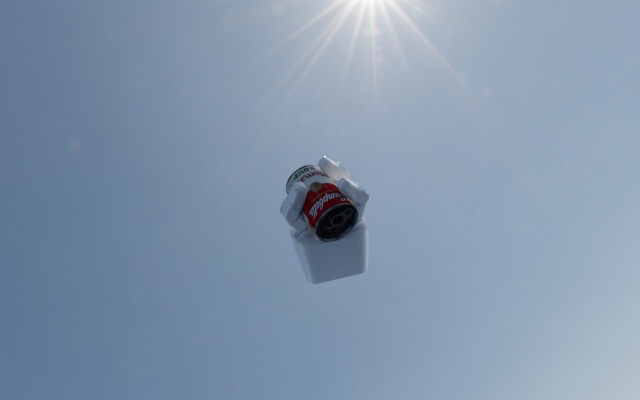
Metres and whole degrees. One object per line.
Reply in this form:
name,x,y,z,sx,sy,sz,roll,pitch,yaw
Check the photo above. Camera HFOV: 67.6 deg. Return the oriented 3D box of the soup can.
soup can,0.000,0.002,0.694,0.068,0.068,0.102,0,36,-35
